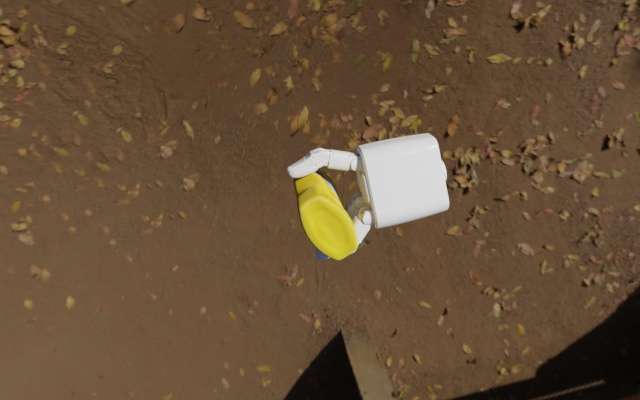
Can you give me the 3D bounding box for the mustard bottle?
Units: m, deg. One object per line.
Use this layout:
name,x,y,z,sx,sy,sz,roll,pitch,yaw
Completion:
mustard bottle,0.000,0.002,0.677,0.058,0.096,0.191,-35,21,7
